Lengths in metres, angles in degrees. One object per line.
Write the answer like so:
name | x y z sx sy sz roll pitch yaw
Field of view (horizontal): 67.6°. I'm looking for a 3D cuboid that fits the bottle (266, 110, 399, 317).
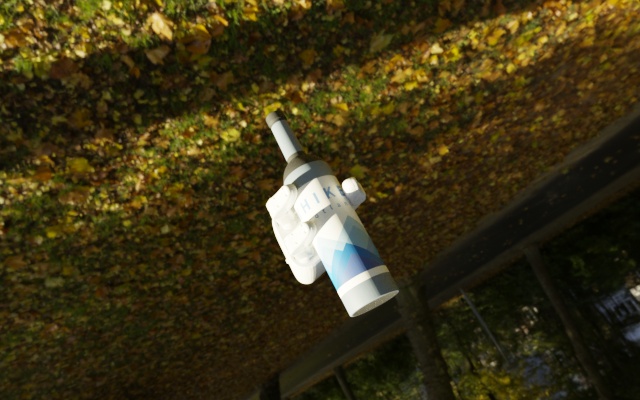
bottle | 0.000 0.002 0.621 0.069 0.295 0.069 -24 -21 -10
